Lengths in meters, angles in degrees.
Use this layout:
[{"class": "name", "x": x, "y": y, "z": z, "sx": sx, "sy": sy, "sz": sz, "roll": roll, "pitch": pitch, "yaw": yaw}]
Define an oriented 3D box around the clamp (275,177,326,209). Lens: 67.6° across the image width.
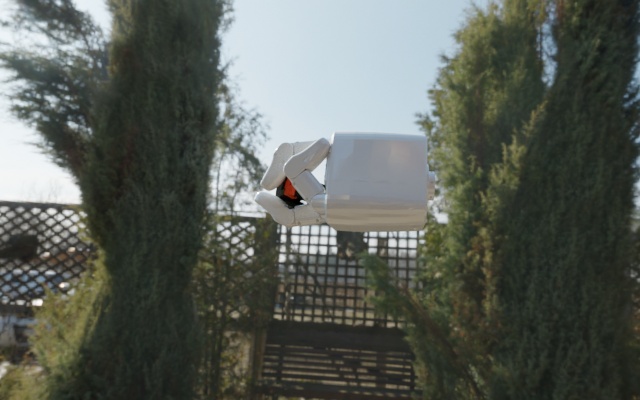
[{"class": "clamp", "x": 0.000, "y": 0.001, "z": 0.628, "sx": 0.120, "sy": 0.039, "sz": 0.171, "roll": 2, "pitch": -10, "yaw": 9}]
